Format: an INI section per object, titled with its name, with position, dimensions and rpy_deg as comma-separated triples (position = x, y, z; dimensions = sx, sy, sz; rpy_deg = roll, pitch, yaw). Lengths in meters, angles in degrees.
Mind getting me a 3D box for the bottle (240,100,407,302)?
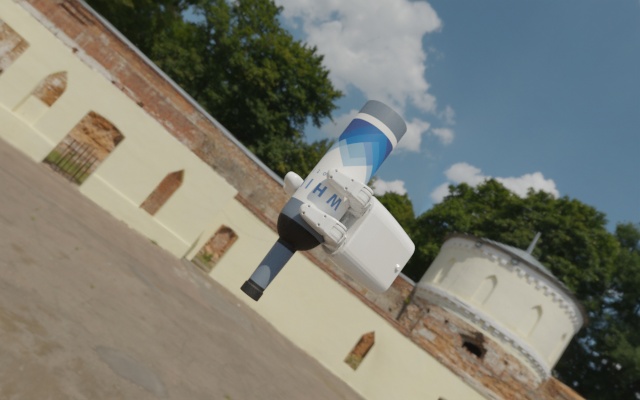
[bottle]
position = 0.000, 0.002, 0.613
dimensions = 0.069, 0.295, 0.069
rpy_deg = 36, -11, 8
